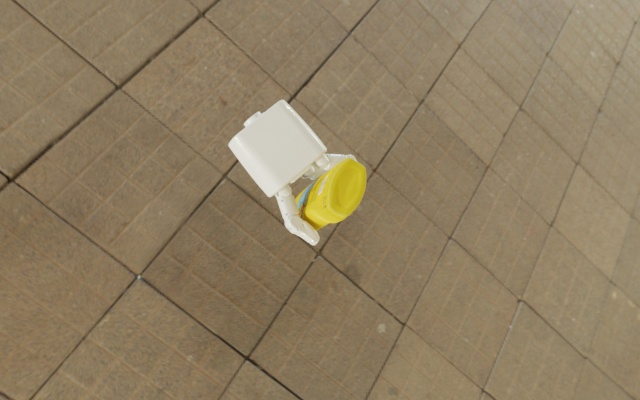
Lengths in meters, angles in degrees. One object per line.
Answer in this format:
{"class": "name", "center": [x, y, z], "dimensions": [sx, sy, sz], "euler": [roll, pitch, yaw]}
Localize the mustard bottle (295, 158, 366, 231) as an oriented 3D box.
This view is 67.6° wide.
{"class": "mustard bottle", "center": [0.000, 0.003, 0.770], "dimensions": [0.058, 0.096, 0.192], "euler": [28, -24, -16]}
